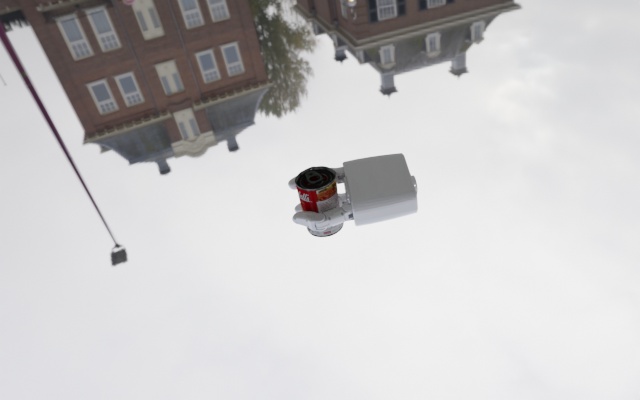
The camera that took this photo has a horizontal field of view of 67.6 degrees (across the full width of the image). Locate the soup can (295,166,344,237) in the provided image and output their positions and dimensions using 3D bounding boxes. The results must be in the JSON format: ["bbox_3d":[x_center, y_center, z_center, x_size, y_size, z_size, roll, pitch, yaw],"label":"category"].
[{"bbox_3d":[0.000,0.003,0.803,0.068,0.102,0.068,-8,36,6],"label":"soup can"}]
